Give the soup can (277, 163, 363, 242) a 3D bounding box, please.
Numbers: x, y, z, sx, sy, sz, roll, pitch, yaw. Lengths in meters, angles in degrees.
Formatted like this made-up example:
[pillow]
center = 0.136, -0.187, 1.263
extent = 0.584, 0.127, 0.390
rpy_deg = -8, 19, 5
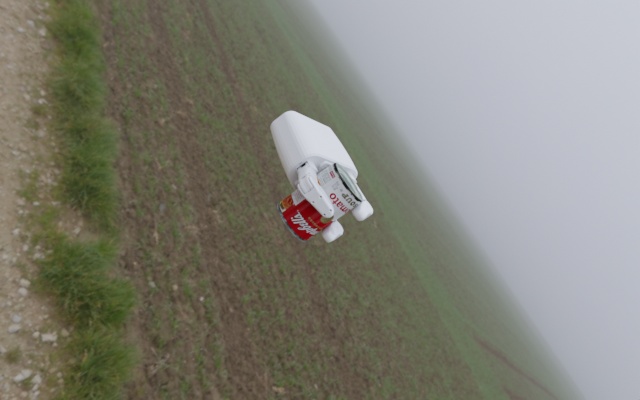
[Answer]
[soup can]
center = 0.000, 0.002, 0.671
extent = 0.102, 0.068, 0.068
rpy_deg = -35, -9, 13
